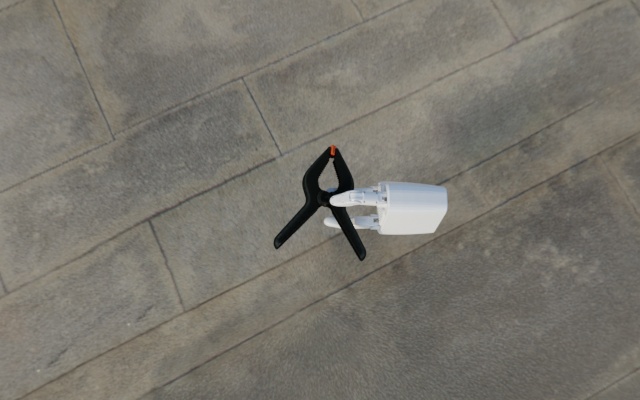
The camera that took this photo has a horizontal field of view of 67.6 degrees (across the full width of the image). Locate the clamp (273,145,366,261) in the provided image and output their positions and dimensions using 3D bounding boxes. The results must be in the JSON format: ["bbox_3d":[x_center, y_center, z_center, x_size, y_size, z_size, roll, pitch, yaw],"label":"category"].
[{"bbox_3d":[0.000,0.002,0.859,0.164,0.210,0.036,2,-12,-6],"label":"clamp"}]
